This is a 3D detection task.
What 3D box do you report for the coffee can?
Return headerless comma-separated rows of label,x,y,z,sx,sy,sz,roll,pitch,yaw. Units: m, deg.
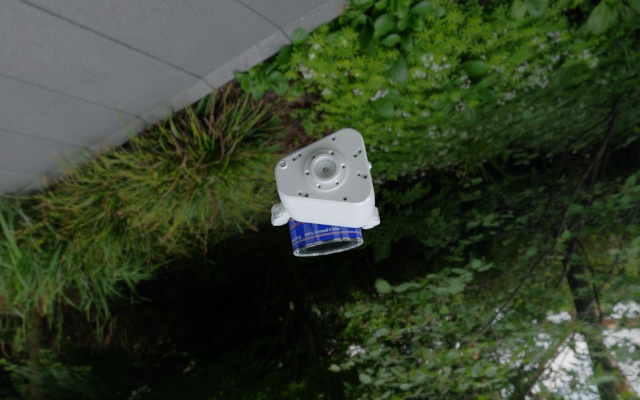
coffee can,0.000,0.002,0.702,0.103,0.140,0.103,-9,-15,-2
